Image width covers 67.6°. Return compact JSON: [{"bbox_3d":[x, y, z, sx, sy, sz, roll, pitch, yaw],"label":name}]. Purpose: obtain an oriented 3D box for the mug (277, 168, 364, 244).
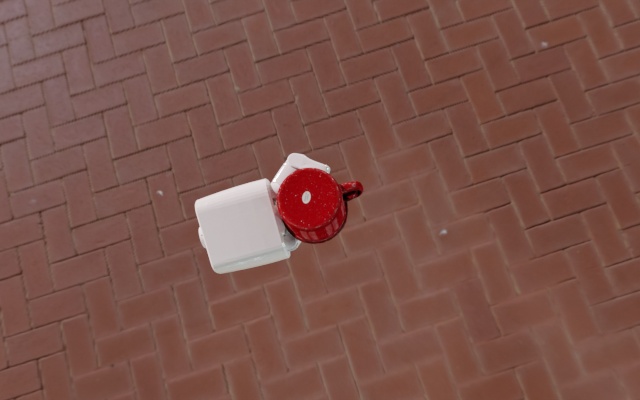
[{"bbox_3d":[0.001,0.002,0.620,0.117,0.093,0.081,-17,-13,1],"label":"mug"}]
